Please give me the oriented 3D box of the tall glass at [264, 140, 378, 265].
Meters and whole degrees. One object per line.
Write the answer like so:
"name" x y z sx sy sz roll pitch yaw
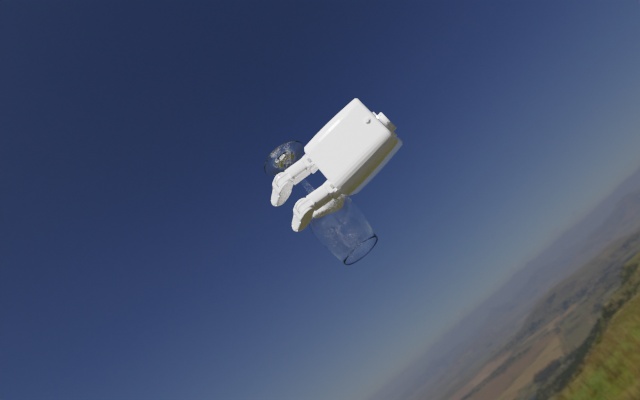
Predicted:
"tall glass" 0.000 0.002 0.721 0.079 0.201 0.079 -32 -24 -17
